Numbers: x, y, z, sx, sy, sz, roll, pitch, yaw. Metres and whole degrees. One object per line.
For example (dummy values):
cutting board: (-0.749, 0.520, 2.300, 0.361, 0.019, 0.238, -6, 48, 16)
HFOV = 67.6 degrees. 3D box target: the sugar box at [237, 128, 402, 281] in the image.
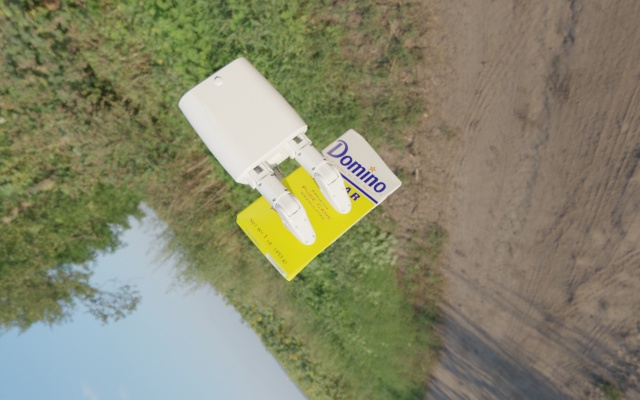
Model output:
sugar box: (0.000, 0.002, 0.556, 0.176, 0.093, 0.048, -40, -5, -15)
